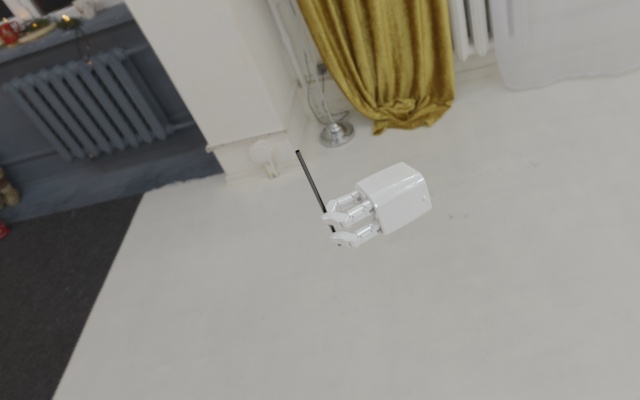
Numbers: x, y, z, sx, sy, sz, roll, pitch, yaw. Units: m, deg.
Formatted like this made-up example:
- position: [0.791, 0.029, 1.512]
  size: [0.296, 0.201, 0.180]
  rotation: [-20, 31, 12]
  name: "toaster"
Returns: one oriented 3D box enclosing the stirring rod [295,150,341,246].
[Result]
- position: [0.000, 0.003, 0.865]
  size: [0.011, 0.011, 0.240]
  rotation: [0, -44, 26]
  name: "stirring rod"
